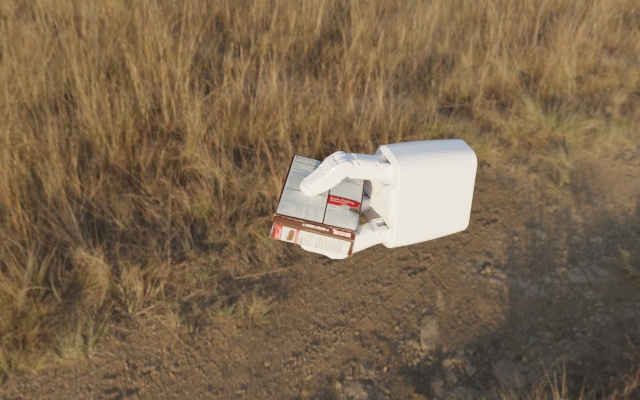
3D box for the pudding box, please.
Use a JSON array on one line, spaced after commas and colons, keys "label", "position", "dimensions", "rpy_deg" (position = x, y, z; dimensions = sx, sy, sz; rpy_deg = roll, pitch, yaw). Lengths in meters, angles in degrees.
[{"label": "pudding box", "position": [0.000, 0.002, 0.527], "dimensions": [0.090, 0.039, 0.113], "rpy_deg": [12, 39, 1]}]
